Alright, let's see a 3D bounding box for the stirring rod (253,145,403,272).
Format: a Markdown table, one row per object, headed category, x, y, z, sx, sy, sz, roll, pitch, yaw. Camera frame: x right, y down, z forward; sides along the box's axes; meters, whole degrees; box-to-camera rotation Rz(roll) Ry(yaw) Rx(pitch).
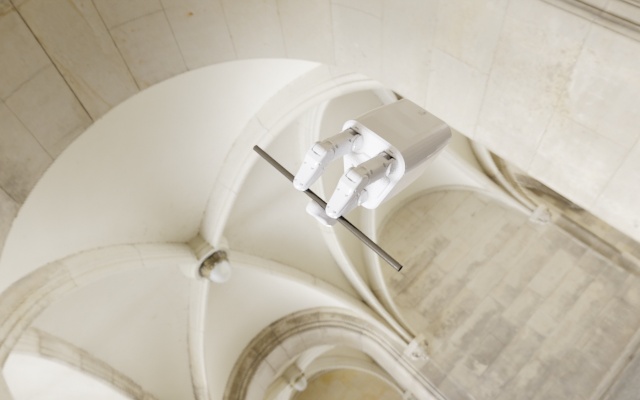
| category | x | y | z | sx | sy | sz | roll | pitch | yaw |
| --- | --- | --- | --- | --- | --- | --- | --- | --- | --- |
| stirring rod | 0.000 | 0.002 | 0.545 | 0.239 | 0.011 | 0.011 | 40 | 21 | 27 |
